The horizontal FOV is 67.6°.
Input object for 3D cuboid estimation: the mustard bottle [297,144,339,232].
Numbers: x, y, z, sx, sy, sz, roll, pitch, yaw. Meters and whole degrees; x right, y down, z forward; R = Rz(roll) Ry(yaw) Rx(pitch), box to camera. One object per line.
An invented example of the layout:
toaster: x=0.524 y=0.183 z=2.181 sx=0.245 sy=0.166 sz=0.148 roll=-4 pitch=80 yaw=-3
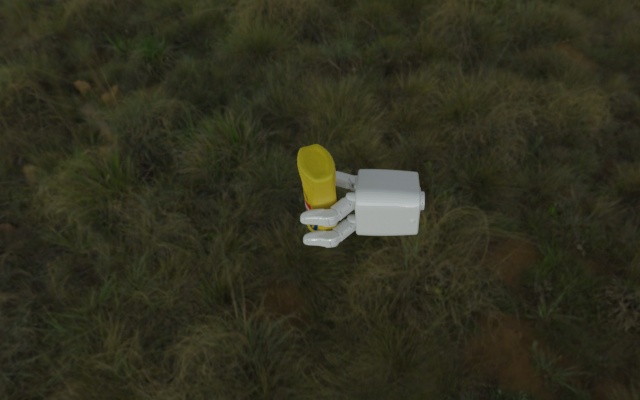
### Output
mustard bottle: x=0.000 y=0.003 z=0.831 sx=0.058 sy=0.192 sz=0.096 roll=-16 pitch=46 yaw=-9
